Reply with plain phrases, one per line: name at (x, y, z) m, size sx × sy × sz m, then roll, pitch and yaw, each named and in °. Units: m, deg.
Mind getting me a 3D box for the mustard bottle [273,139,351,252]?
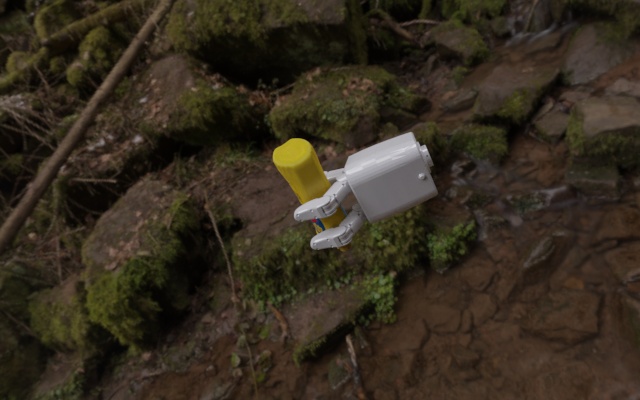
mustard bottle at (0.000, 0.002, 0.716) m, size 0.058 × 0.192 × 0.096 m, roll -34°, pitch 28°, yaw -8°
